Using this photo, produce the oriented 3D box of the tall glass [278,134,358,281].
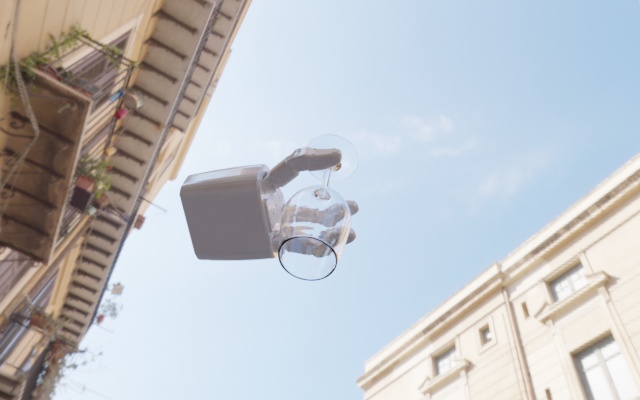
[{"bbox_3d":[0.000,0.001,0.563,0.079,0.079,0.201,0,36,9],"label":"tall glass"}]
